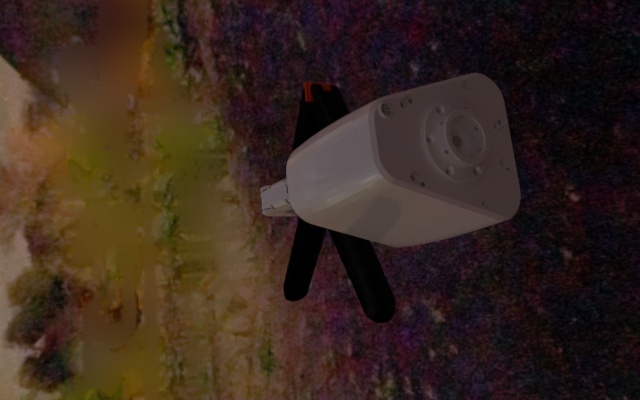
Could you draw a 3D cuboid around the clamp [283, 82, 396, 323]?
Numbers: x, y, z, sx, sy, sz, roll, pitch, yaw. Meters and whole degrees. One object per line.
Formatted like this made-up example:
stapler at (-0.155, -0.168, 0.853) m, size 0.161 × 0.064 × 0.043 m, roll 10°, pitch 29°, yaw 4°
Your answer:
clamp at (-0.001, 0.001, 0.430) m, size 0.036 × 0.210 × 0.164 m, roll -1°, pitch -11°, yaw -30°
